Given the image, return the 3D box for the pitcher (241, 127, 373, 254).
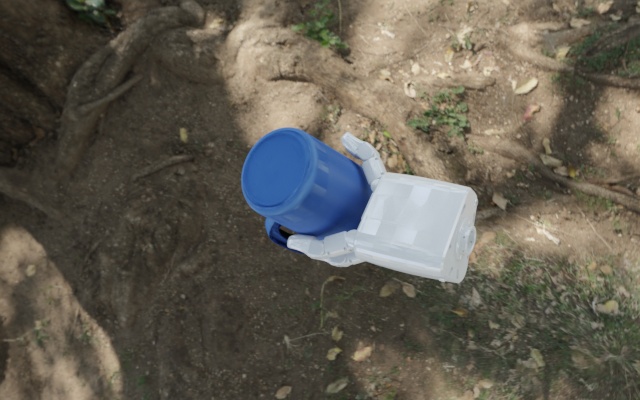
[{"bbox_3d":[0.000,0.002,0.641,0.145,0.149,0.243,14,-8,34],"label":"pitcher"}]
